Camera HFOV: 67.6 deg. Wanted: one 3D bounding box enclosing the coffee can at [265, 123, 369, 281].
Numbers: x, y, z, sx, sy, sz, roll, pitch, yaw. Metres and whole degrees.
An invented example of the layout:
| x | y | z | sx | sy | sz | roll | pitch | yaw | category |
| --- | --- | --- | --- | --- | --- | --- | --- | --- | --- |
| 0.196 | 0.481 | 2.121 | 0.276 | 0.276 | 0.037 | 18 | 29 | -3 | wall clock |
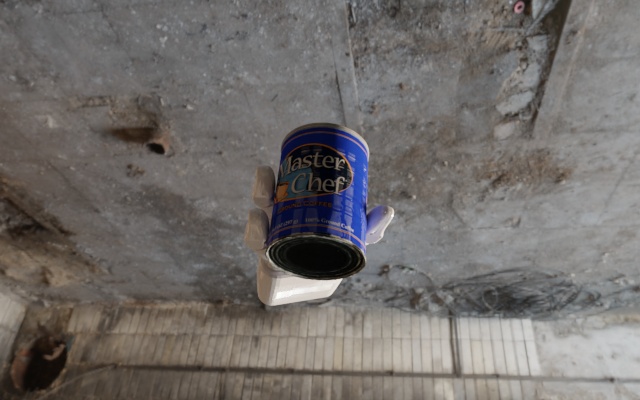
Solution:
| x | y | z | sx | sy | sz | roll | pitch | yaw | category |
| --- | --- | --- | --- | --- | --- | --- | --- | --- | --- |
| 0.000 | 0.001 | 0.518 | 0.103 | 0.140 | 0.103 | 4 | -33 | 2 | coffee can |
